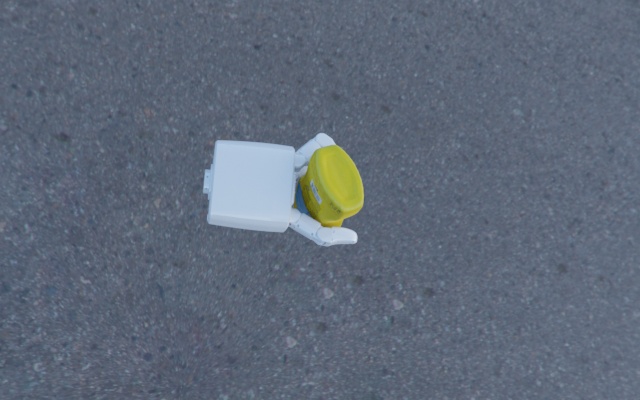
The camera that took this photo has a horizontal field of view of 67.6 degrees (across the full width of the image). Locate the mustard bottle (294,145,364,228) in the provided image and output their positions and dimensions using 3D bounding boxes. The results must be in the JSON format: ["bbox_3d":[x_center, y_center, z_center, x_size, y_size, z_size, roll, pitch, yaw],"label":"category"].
[{"bbox_3d":[0.001,0.002,0.695,0.058,0.096,0.192,-19,-14,-22],"label":"mustard bottle"}]
